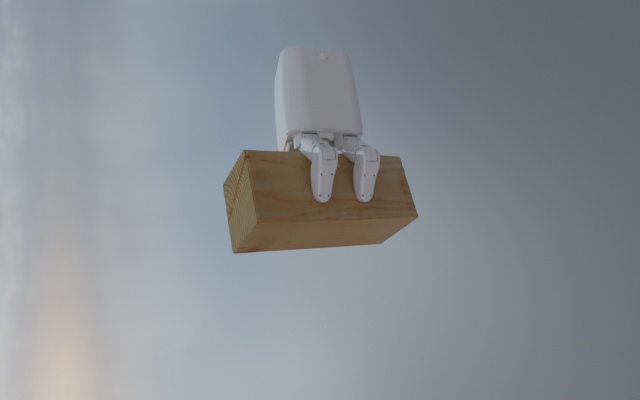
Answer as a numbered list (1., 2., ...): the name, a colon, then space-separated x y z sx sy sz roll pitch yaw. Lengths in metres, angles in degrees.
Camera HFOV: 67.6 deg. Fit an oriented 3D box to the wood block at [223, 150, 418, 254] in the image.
1. wood block: 0.000 0.002 0.573 0.206 0.090 0.091 -1 -25 -28
